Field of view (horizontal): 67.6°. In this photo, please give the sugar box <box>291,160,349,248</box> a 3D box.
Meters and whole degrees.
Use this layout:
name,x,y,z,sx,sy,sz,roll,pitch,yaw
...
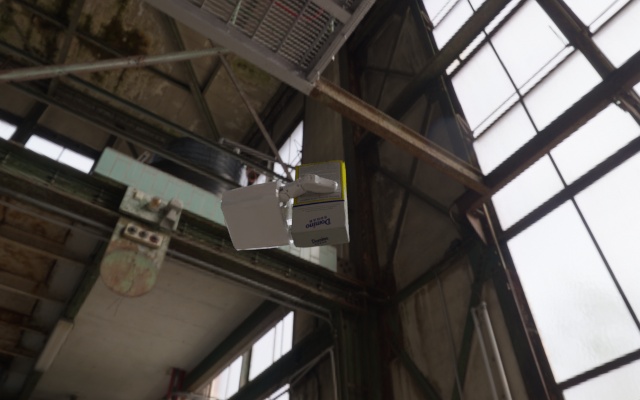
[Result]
name,x,y,z,sx,sy,sz,roll,pitch,yaw
sugar box,0.000,0.003,0.835,0.093,0.176,0.048,-7,-46,7
